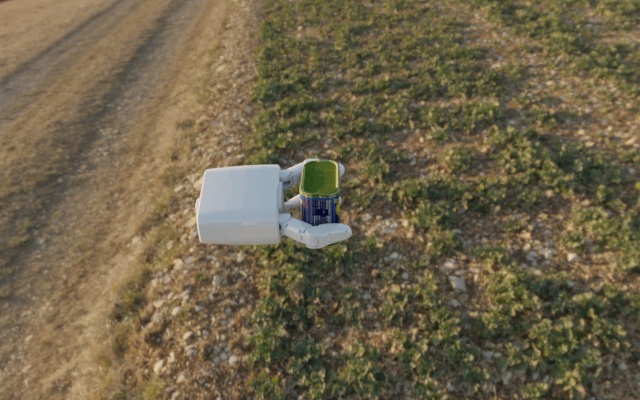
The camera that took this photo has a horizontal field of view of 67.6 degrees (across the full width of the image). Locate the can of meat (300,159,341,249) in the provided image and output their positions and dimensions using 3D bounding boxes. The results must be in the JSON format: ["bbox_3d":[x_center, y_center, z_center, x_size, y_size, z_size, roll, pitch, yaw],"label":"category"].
[{"bbox_3d":[0.000,0.002,0.656,0.057,0.084,0.102,0,32,1],"label":"can of meat"}]
